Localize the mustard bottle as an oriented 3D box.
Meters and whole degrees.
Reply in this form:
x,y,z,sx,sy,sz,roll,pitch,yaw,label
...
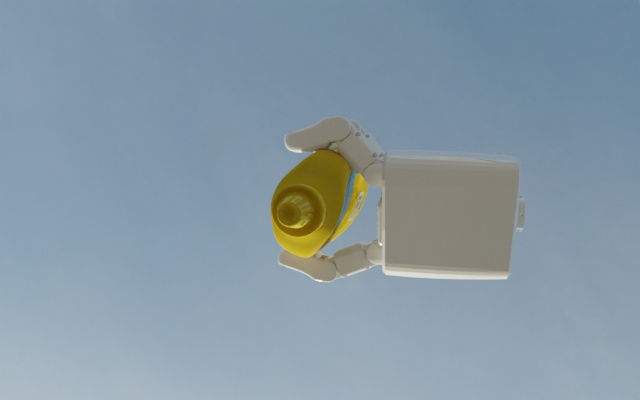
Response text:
x,y,z,sx,sy,sz,roll,pitch,yaw,label
0.000,0.001,0.431,0.058,0.096,0.191,27,11,9,mustard bottle
